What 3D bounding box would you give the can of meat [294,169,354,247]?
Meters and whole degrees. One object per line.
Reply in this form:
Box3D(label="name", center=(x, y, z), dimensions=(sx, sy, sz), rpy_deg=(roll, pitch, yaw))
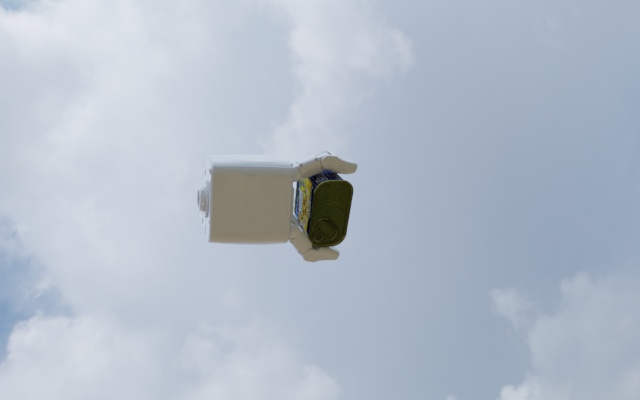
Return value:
Box3D(label="can of meat", center=(0.000, 0.002, 0.685), dimensions=(0.057, 0.102, 0.084), rpy_deg=(-3, 26, -21))
